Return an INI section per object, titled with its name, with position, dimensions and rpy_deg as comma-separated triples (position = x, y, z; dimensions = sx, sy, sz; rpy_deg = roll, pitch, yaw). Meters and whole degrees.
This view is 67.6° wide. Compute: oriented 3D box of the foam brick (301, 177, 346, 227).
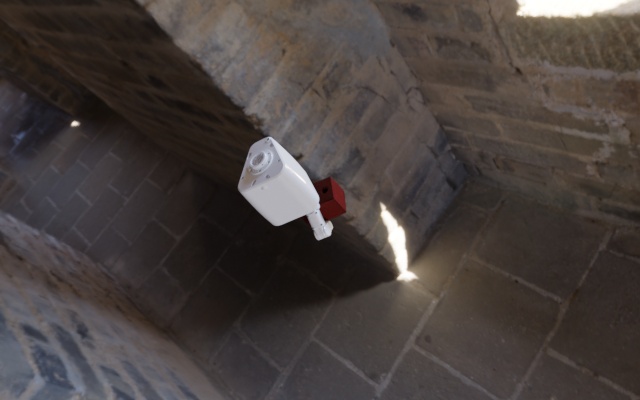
[foam brick]
position = 0.000, 0.003, 0.860
dimensions = 0.078, 0.053, 0.051
rpy_deg = -23, -43, 19
